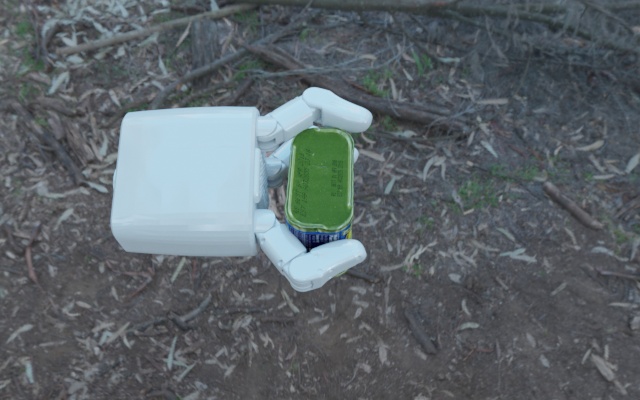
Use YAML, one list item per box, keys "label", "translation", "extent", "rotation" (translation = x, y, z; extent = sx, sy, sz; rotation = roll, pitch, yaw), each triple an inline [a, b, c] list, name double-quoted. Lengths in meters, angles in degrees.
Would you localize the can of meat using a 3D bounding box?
- label: "can of meat"
  translation: [0.000, 0.001, 0.401]
  extent: [0.057, 0.102, 0.084]
  rotation: [2, -31, 1]
